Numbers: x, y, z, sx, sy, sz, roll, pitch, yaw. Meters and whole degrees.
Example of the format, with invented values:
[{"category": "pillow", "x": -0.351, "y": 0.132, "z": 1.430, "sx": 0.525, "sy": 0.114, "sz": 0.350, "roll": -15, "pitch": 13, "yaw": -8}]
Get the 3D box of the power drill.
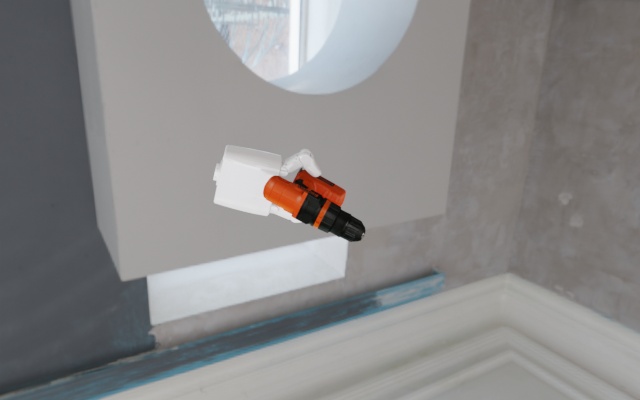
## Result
[{"category": "power drill", "x": 0.000, "y": 0.003, "z": 0.857, "sx": 0.184, "sy": 0.057, "sz": 0.187, "roll": 29, "pitch": 11, "yaw": 2}]
